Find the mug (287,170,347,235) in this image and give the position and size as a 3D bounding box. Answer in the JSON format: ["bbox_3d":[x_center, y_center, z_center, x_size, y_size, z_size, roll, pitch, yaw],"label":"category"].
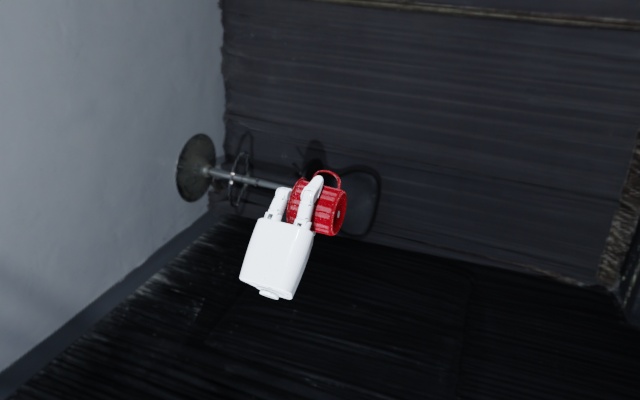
[{"bbox_3d":[0.001,0.002,0.842,0.081,0.117,0.093,14,-16,17],"label":"mug"}]
